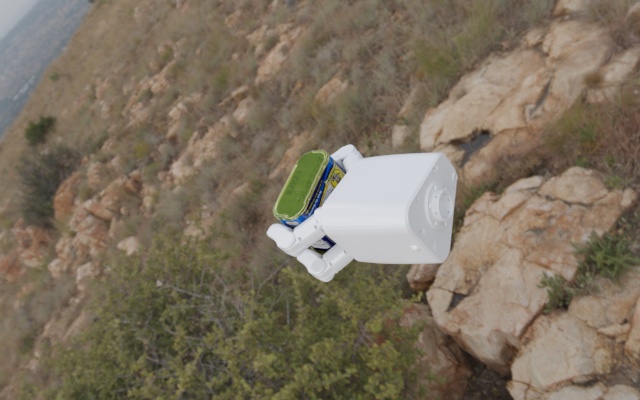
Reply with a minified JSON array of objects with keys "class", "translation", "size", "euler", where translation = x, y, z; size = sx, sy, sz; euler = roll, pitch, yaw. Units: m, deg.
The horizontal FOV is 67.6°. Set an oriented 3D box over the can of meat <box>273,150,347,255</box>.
[{"class":"can of meat","translation":[0.000,0.002,0.576],"size":[0.057,0.102,0.084],"euler":[0,-33,44]}]
